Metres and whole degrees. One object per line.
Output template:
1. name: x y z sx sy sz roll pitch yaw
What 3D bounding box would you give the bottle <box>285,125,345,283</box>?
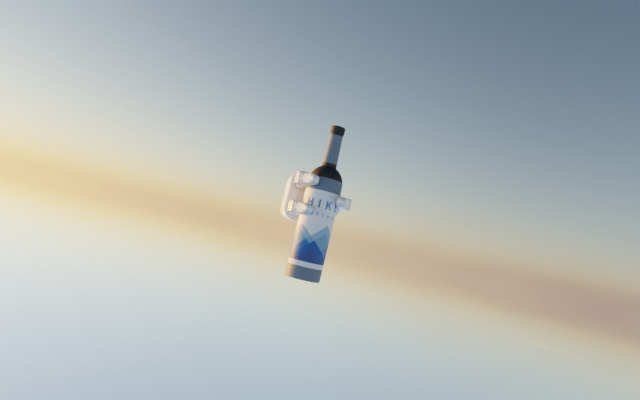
1. bottle: 0.000 0.003 0.899 0.069 0.295 0.069 13 -5 1
